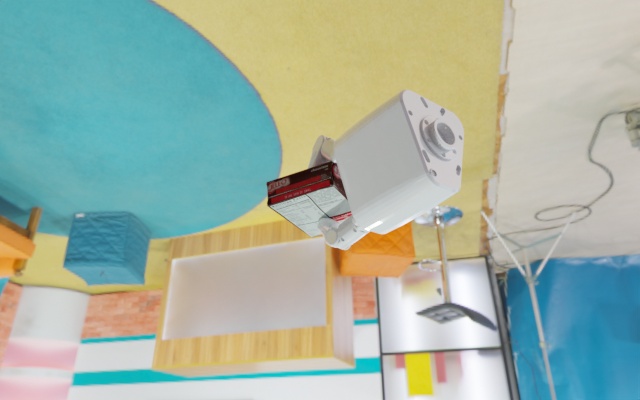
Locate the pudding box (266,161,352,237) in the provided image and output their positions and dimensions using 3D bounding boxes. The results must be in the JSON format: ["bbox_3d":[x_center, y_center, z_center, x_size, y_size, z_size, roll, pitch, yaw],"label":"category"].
[{"bbox_3d":[0.000,0.002,0.587,0.090,0.039,0.113,-16,-32,22],"label":"pudding box"}]
